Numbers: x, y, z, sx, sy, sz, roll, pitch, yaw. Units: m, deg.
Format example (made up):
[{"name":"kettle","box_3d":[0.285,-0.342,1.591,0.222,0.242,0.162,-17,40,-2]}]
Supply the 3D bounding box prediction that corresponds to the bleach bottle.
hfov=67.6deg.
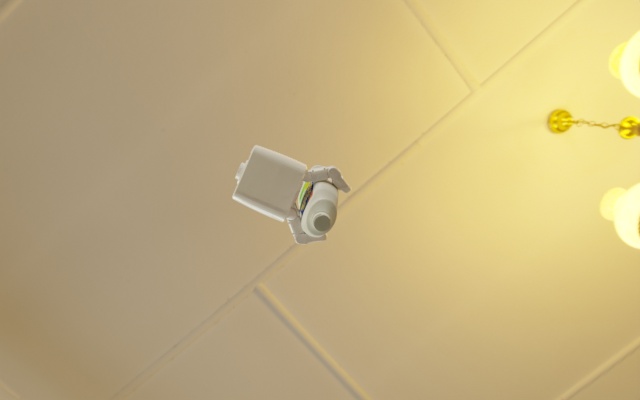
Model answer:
[{"name":"bleach bottle","box_3d":[0.000,0.003,0.898,0.068,0.102,0.250,24,10,-8]}]
